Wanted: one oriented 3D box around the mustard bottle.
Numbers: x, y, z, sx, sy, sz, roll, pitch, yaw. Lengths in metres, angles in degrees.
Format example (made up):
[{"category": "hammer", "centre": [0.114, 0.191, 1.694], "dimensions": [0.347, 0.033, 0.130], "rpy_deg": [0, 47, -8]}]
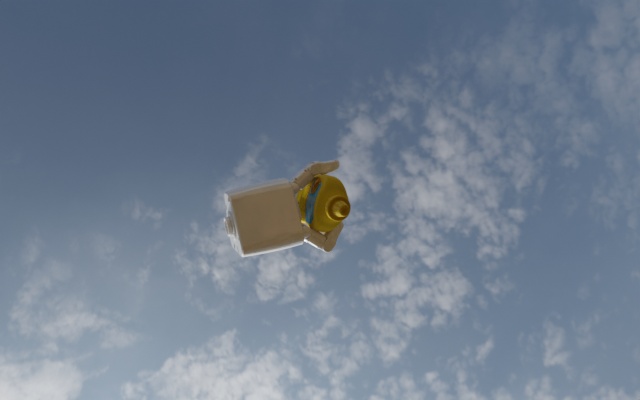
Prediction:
[{"category": "mustard bottle", "centre": [0.000, 0.003, 0.818], "dimensions": [0.058, 0.096, 0.191], "rpy_deg": [14, 2, -24]}]
